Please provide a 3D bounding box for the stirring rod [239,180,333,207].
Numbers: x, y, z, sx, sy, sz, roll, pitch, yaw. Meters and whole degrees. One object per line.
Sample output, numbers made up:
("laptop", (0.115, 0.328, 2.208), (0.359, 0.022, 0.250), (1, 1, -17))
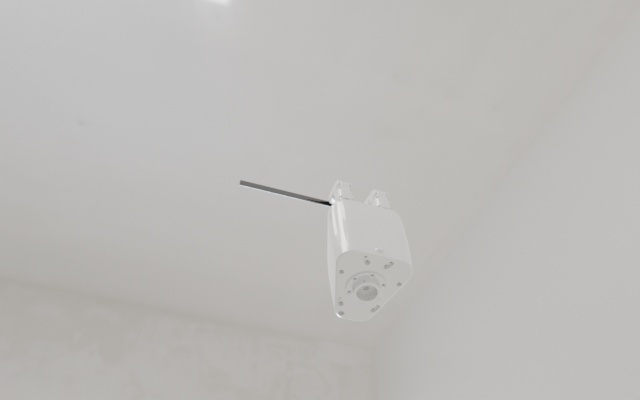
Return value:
("stirring rod", (0.000, 0.002, 0.701), (0.239, 0.011, 0.011), (14, -3, -10))
